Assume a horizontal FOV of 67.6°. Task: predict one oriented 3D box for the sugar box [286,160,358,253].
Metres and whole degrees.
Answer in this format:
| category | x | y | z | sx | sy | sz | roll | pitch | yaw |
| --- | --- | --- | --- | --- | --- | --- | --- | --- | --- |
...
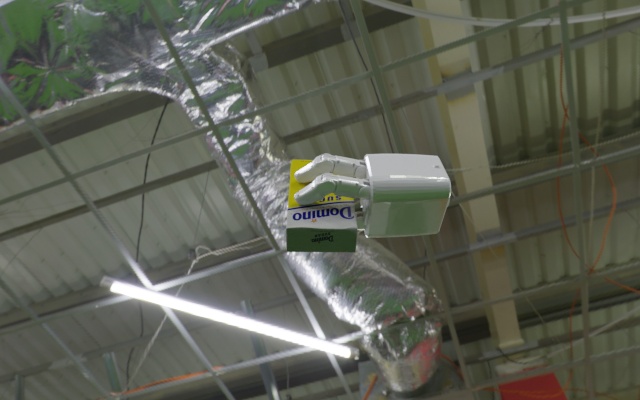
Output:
| category | x | y | z | sx | sy | sz | roll | pitch | yaw |
| --- | --- | --- | --- | --- | --- | --- | --- | --- | --- |
| sugar box | 0.000 | 0.002 | 0.677 | 0.093 | 0.048 | 0.176 | 0 | 32 | -2 |
